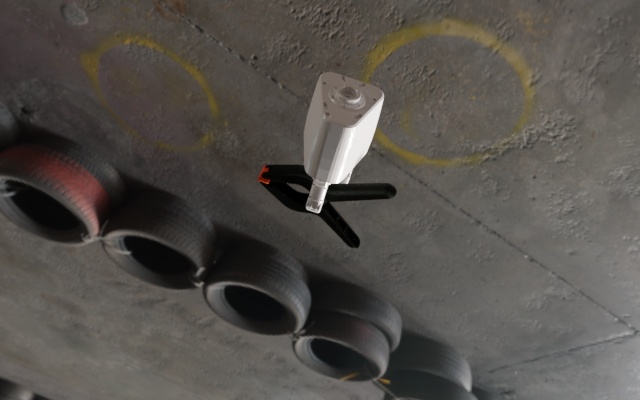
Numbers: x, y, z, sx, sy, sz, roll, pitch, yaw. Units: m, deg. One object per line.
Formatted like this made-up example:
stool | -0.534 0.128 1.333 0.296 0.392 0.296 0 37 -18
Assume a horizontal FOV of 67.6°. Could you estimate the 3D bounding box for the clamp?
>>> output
clamp | -0.001 0.003 0.772 0.210 0.036 0.165 18 -42 1
